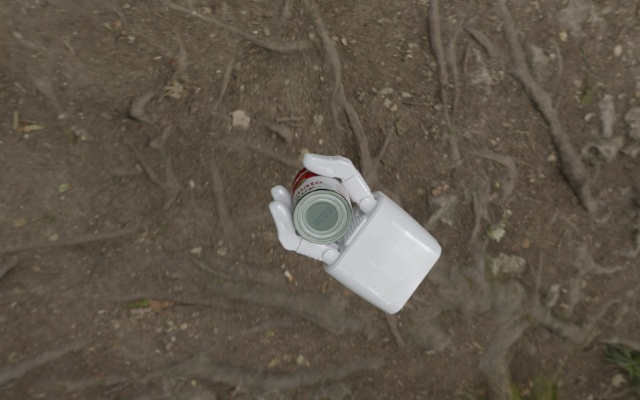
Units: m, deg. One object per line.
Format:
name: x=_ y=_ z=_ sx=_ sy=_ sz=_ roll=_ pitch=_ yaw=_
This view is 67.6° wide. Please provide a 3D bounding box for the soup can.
soup can: x=0.000 y=0.002 z=0.567 sx=0.068 sy=0.068 sz=0.102 roll=0 pitch=21 yaw=-3
